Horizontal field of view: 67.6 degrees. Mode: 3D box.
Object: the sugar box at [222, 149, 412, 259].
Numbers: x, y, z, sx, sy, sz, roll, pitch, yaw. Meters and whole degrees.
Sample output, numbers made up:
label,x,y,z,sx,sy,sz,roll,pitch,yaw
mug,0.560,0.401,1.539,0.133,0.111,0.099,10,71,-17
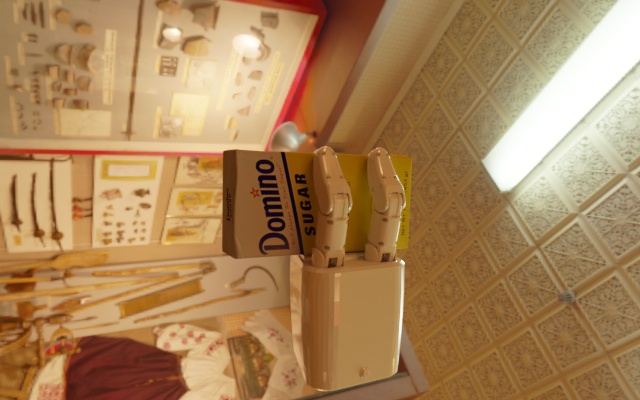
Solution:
label,x,y,z,sx,sy,sz,roll,pitch,yaw
sugar box,0.000,0.002,0.441,0.176,0.093,0.048,-2,5,-28
